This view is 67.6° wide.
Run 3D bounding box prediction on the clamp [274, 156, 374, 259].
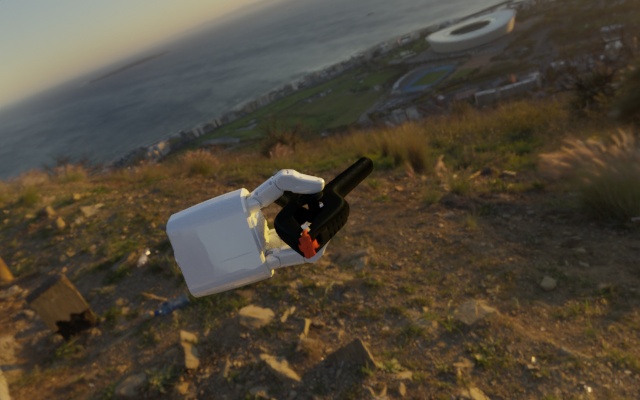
[{"bbox_3d":[0.000,0.002,0.610,0.164,0.036,0.210,-18,24,4],"label":"clamp"}]
